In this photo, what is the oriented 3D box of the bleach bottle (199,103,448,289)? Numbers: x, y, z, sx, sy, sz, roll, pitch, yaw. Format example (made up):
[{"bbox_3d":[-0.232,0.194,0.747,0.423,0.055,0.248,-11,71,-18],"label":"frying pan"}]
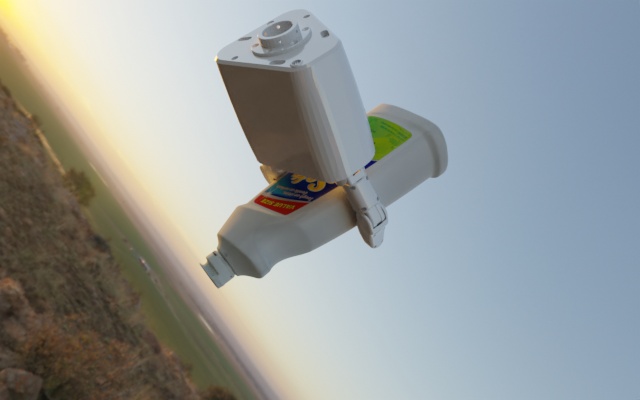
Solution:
[{"bbox_3d":[0.000,0.001,0.463,0.251,0.068,0.102,-36,44,-17],"label":"bleach bottle"}]
